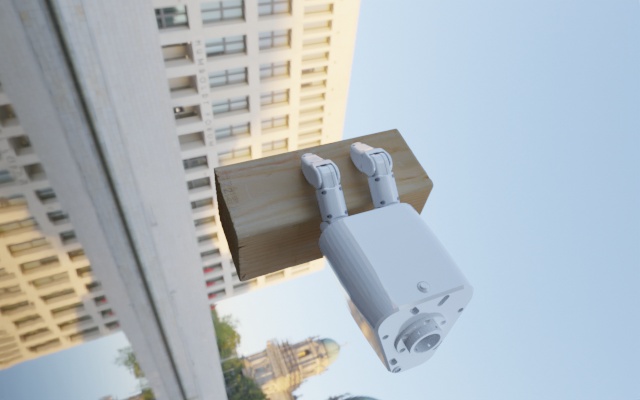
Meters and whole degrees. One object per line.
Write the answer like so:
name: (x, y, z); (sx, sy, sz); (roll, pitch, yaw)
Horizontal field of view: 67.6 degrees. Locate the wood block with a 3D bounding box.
wood block: (0.000, 0.002, 0.512); (0.206, 0.090, 0.091); (-14, -35, -18)
